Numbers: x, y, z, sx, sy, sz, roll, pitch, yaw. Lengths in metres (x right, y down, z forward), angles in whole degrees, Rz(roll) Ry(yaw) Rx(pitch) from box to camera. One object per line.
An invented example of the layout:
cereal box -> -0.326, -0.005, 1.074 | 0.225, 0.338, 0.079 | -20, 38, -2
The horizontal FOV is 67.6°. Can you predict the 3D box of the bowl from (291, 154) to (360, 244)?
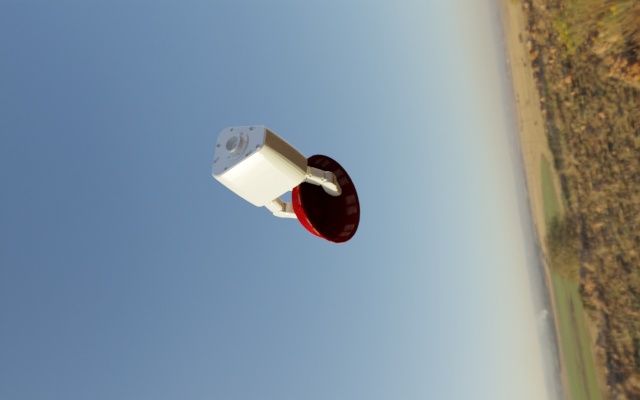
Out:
bowl -> 0.001, 0.004, 0.849 | 0.055, 0.162, 0.162 | -21, -14, 39
